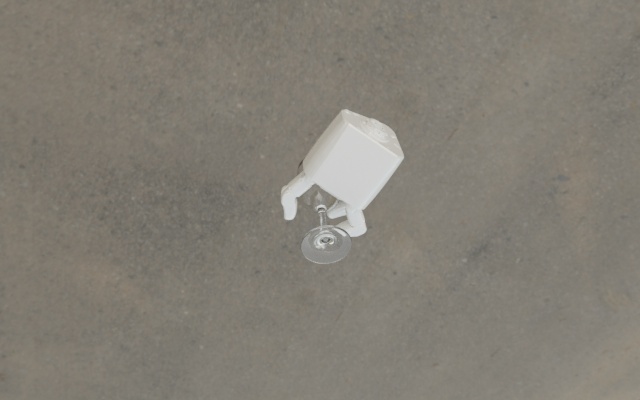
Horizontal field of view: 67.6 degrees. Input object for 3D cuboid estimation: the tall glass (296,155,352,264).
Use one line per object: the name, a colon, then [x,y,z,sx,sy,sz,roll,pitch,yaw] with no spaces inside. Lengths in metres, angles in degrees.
tall glass: [0.000,0.003,0.761,0.079,0.079,0.200,0,38,-7]
